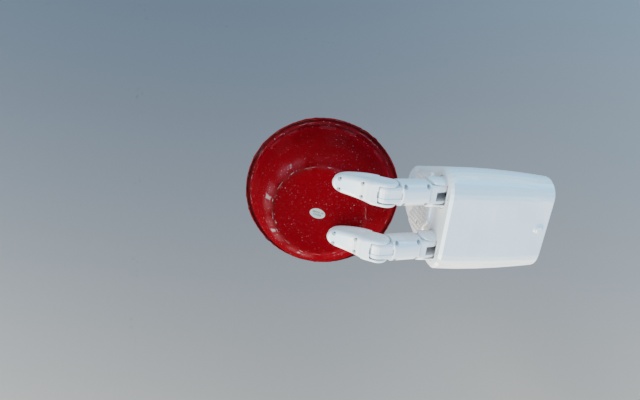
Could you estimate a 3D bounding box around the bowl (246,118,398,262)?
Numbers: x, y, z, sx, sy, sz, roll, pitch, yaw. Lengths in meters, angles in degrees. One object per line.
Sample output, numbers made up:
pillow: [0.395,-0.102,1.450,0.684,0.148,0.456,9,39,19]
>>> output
bowl: [-0.001,0.002,0.480,0.162,0.162,0.055,0,21,3]
